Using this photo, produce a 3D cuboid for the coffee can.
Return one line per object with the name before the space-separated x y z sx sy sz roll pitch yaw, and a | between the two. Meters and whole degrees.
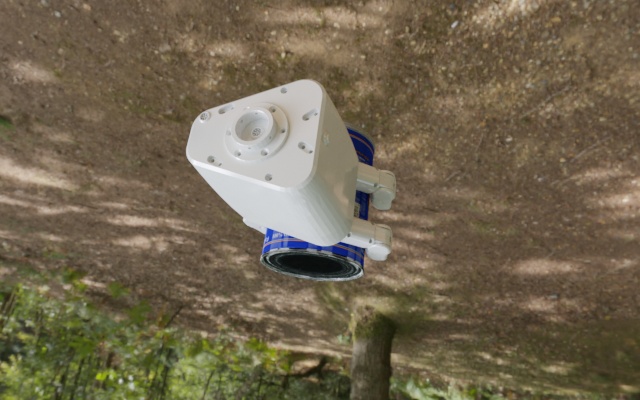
coffee can | 0.000 0.002 0.492 0.103 0.140 0.103 6 -22 3
